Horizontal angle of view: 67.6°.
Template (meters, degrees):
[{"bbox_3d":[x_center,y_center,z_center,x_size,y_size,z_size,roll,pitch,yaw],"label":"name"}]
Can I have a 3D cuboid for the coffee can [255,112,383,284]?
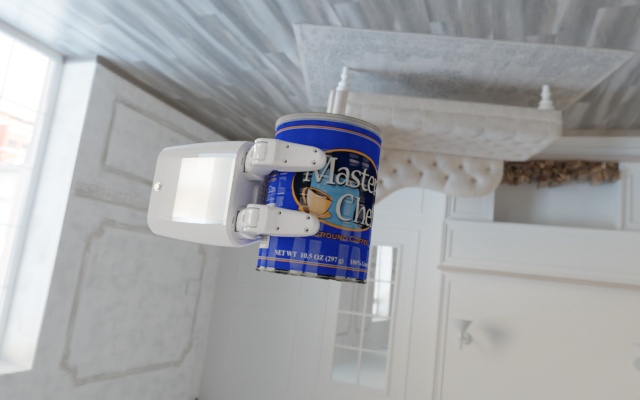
[{"bbox_3d":[0.000,0.001,0.445,0.103,0.140,0.103,7,-9,1],"label":"coffee can"}]
